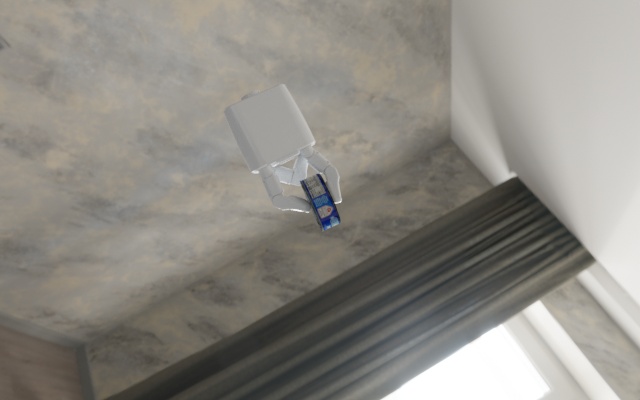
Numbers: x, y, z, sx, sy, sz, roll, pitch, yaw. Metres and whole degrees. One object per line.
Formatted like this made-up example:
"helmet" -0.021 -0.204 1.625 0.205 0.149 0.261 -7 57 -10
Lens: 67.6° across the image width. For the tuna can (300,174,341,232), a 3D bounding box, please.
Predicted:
"tuna can" 0.001 0.002 0.736 0.034 0.086 0.086 -24 1 -3
